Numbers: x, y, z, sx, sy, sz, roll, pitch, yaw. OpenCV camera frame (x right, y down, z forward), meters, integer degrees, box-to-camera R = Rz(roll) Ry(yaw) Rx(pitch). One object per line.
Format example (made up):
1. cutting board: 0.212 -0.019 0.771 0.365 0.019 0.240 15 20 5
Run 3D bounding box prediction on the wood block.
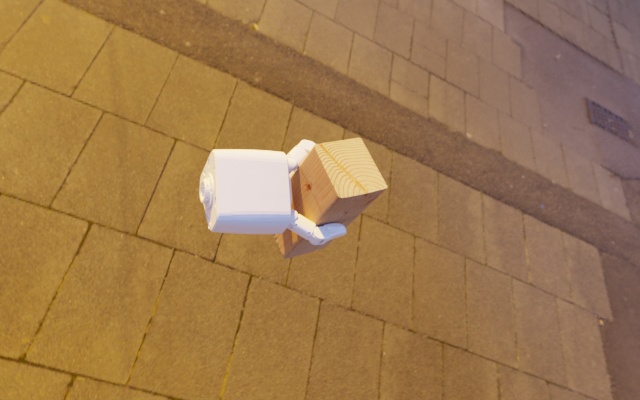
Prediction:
1. wood block: 0.000 0.003 0.747 0.090 0.090 0.206 -13 -22 -34
